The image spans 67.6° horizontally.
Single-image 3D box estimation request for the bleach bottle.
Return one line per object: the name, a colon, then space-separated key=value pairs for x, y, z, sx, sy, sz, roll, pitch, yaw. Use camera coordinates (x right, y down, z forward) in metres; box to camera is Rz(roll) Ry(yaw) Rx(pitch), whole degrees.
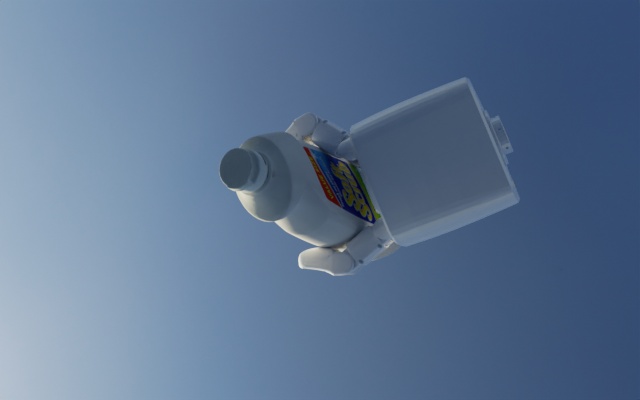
bleach bottle: x=0.000 y=0.001 z=0.437 sx=0.068 sy=0.102 sz=0.251 roll=-24 pitch=-17 yaw=22
